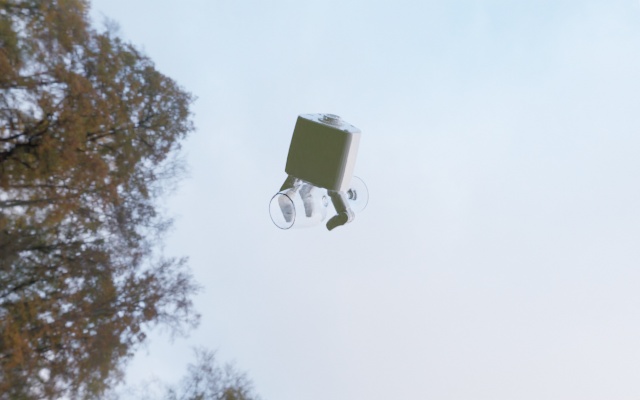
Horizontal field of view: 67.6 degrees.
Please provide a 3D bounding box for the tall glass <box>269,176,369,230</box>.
[{"bbox_3d":[0.001,0.003,0.859,0.079,0.079,0.201,0,9,40],"label":"tall glass"}]
